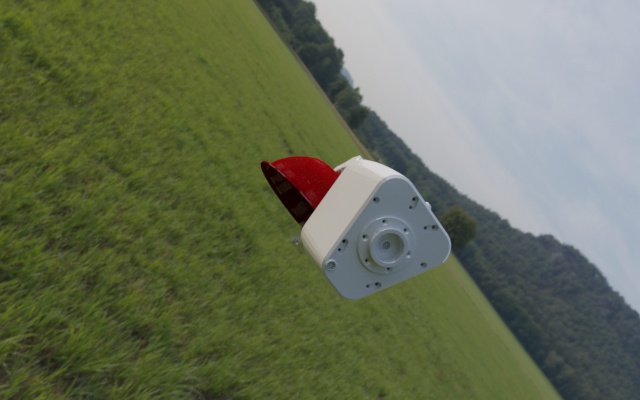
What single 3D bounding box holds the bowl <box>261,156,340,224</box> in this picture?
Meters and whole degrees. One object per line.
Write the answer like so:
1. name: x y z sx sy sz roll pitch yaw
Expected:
1. bowl: 0.000 0.001 0.570 0.055 0.162 0.162 -40 10 -12
